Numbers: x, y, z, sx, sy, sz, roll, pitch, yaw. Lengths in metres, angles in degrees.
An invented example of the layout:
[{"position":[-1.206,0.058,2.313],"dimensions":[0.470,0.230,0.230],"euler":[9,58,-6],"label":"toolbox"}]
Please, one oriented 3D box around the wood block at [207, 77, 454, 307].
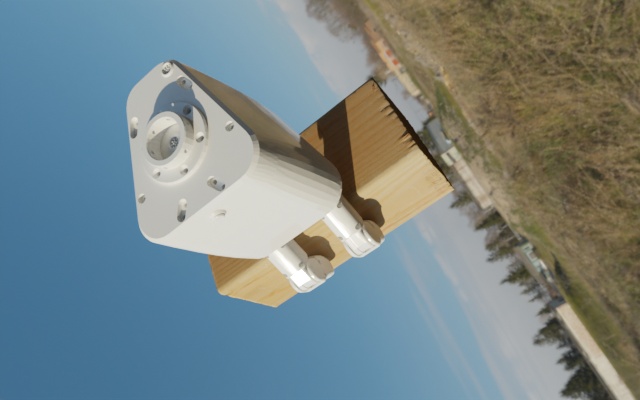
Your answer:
[{"position":[0.000,0.001,0.433],"dimensions":[0.206,0.090,0.090],"euler":[-35,-33,17],"label":"wood block"}]
